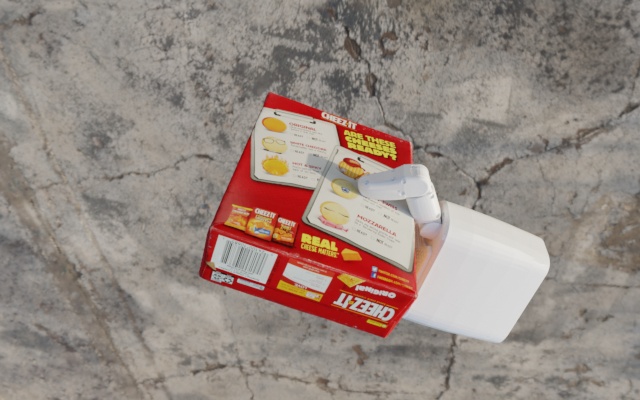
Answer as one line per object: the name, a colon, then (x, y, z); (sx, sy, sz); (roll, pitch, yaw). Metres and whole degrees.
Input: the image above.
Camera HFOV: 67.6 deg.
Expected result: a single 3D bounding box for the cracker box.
cracker box: (0.000, 0.001, 0.444); (0.164, 0.072, 0.213); (19, 39, -7)
